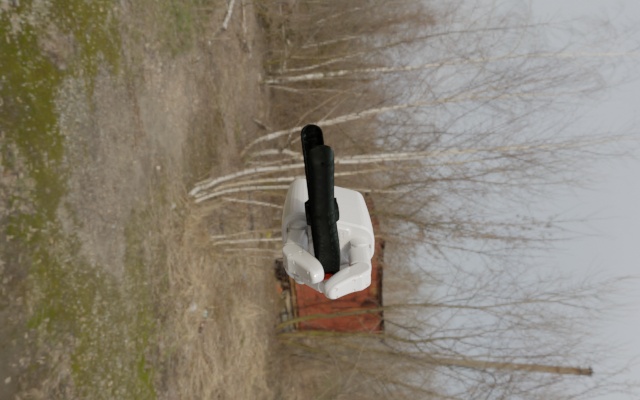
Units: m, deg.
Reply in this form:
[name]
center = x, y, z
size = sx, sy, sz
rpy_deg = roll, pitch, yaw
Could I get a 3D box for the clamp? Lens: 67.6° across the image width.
[clamp]
center = 0.001, 0.002, 0.515
size = 0.039, 0.172, 0.120
rpy_deg = -2, 28, 0
